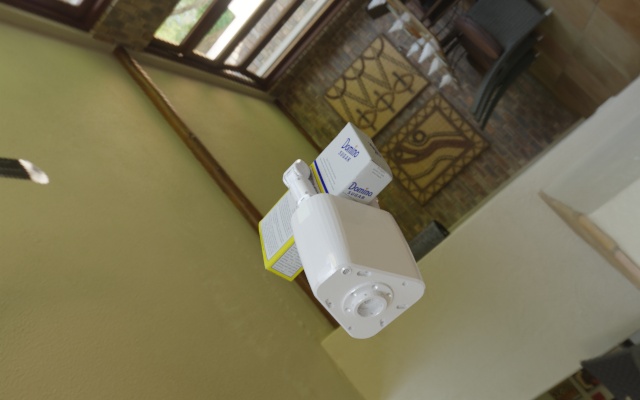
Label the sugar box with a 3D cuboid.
[{"bbox_3d":[0.000,0.002,0.558,0.048,0.176,0.093,35,21,-32],"label":"sugar box"}]
